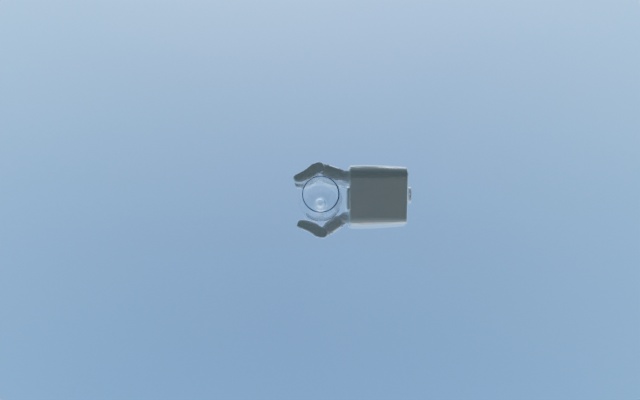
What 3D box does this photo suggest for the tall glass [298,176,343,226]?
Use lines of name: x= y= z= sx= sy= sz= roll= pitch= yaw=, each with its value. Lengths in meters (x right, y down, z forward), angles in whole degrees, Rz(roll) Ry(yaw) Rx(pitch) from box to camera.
tall glass: x=0.000 y=0.003 z=0.879 sx=0.079 sy=0.079 sz=0.201 roll=0 pitch=-8 yaw=0
